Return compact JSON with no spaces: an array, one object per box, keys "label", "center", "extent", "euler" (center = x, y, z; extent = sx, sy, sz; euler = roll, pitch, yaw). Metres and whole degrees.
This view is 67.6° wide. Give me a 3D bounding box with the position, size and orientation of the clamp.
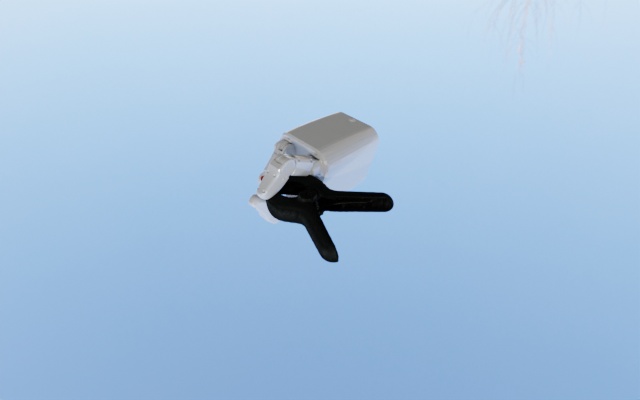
[{"label":"clamp","center":[0.000,0.002,0.584],"extent":[0.120,0.039,0.171],"euler":[-28,45,-32]}]
